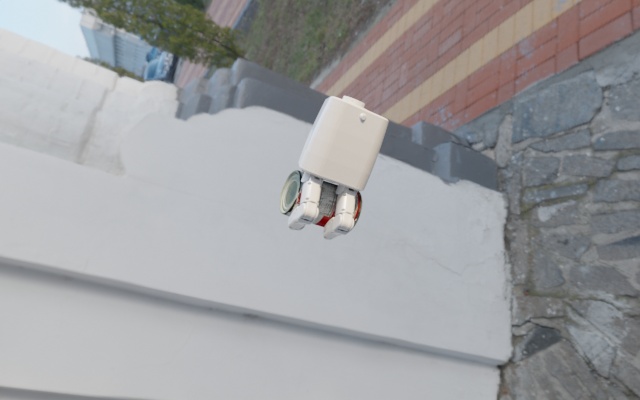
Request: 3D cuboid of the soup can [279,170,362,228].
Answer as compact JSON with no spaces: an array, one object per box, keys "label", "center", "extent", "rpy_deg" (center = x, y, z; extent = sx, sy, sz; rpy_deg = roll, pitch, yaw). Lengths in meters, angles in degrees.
[{"label":"soup can","center":[0.000,0.003,0.691],"extent":[0.102,0.068,0.068],"rpy_deg":[18,-8,-24]}]
